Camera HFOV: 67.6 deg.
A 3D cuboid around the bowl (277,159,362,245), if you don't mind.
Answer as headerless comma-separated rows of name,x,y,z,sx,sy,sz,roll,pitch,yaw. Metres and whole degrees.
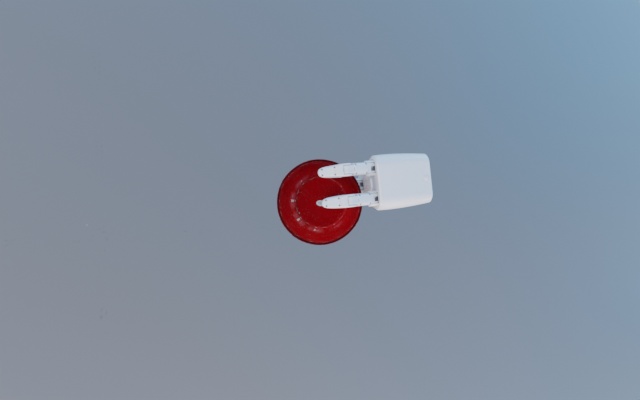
bowl,-0.001,0.003,0.871,0.162,0.162,0.055,0,0,-3
